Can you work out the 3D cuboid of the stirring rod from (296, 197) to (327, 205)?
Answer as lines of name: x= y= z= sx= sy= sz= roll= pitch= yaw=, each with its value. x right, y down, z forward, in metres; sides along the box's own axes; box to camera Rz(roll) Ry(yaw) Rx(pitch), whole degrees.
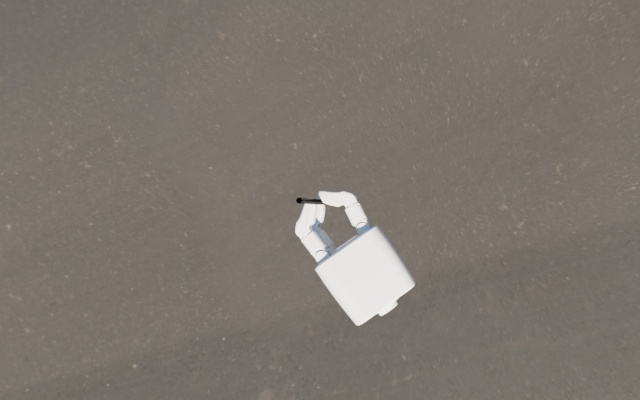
stirring rod: x=0.000 y=0.002 z=0.736 sx=0.011 sy=0.011 sz=0.239 roll=0 pitch=-1 yaw=13
